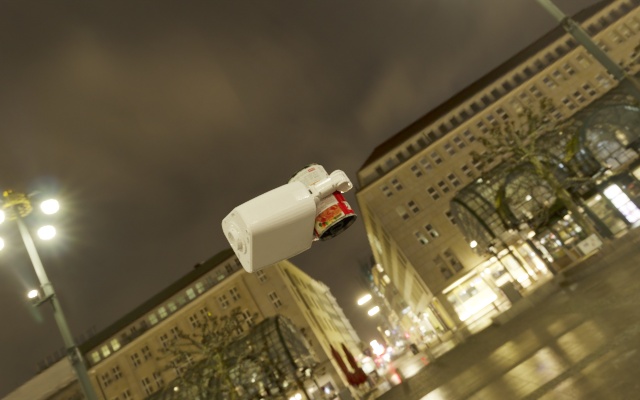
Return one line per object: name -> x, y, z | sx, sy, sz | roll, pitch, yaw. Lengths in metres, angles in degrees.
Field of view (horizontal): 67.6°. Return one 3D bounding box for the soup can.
soup can -> 0.000, 0.002, 0.735 | 0.068, 0.102, 0.068 | -30, -19, -11
